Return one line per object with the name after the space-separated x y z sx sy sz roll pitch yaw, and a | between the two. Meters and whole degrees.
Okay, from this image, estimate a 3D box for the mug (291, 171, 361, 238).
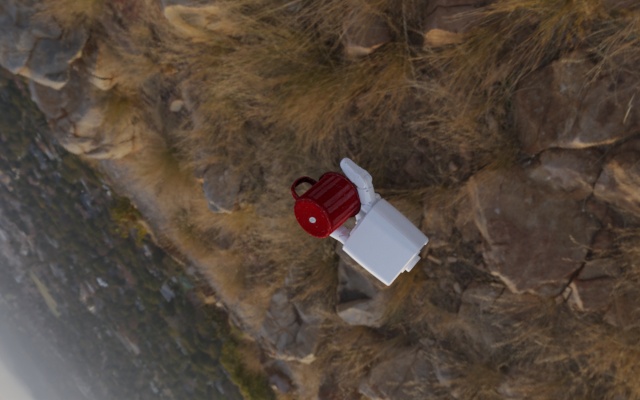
-0.001 0.002 0.813 0.081 0.117 0.093 -40 -16 -39 | mug
